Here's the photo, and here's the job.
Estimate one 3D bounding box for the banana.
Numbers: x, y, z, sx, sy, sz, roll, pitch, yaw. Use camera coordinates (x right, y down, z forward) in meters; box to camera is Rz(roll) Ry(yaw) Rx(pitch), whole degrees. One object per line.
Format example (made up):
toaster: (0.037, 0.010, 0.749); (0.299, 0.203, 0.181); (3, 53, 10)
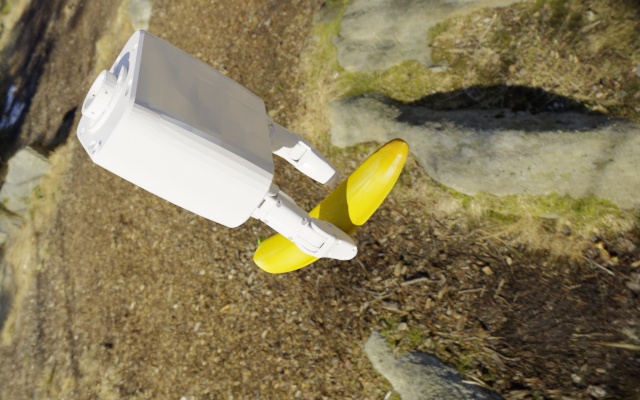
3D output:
banana: (-0.002, 0.017, 0.419); (0.037, 0.069, 0.198); (31, -49, -33)
